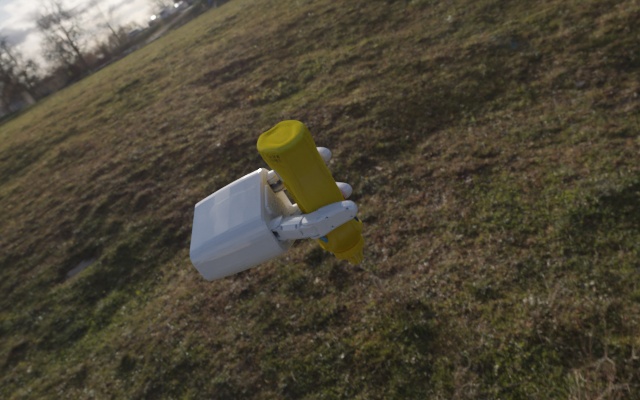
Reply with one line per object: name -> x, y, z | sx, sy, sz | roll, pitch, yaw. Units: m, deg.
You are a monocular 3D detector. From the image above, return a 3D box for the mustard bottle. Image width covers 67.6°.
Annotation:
mustard bottle -> 0.000, 0.001, 0.555 | 0.058, 0.192, 0.096 | -35, 25, -7
